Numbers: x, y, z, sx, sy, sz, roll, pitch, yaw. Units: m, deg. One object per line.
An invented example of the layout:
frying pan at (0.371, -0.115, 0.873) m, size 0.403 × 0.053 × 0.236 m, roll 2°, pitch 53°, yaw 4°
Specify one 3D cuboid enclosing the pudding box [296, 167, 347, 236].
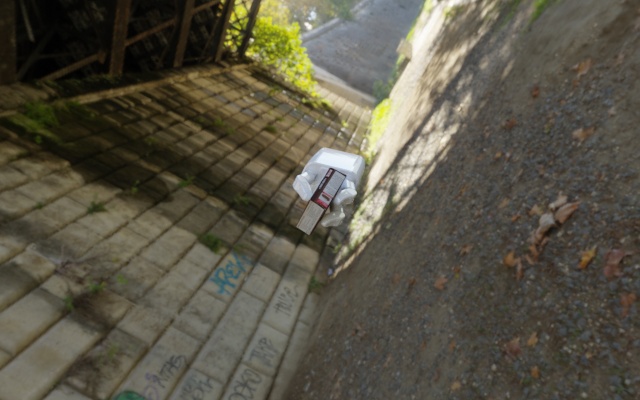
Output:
pudding box at (0.000, 0.003, 0.895) m, size 0.039 × 0.090 × 0.113 m, roll 29°, pitch -33°, yaw 2°
